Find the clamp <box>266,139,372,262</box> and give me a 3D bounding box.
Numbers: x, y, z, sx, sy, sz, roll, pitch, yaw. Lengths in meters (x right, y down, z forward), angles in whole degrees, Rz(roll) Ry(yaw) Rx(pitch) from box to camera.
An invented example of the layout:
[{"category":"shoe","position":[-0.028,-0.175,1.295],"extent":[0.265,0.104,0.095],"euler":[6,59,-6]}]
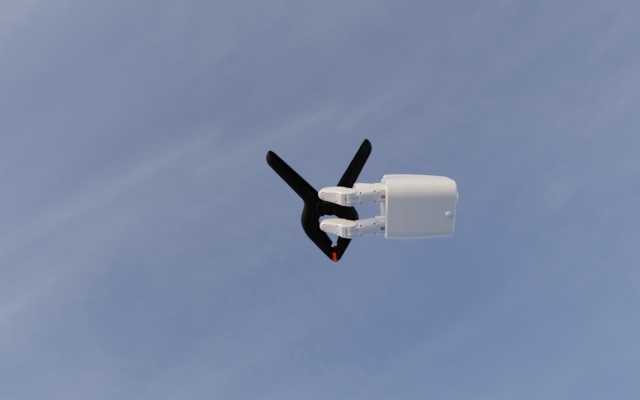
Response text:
[{"category":"clamp","position":[0.000,0.003,0.771],"extent":[0.164,0.210,0.036],"euler":[1,25,8]}]
